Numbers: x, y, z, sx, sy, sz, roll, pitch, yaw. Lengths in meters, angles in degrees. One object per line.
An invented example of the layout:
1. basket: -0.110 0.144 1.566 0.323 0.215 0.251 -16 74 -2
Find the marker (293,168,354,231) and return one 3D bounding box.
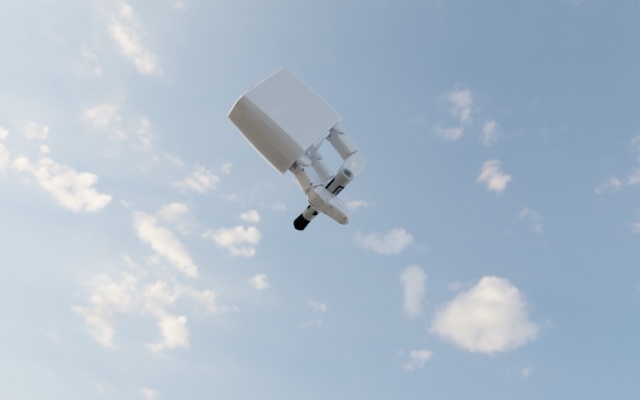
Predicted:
1. marker: 0.000 0.002 0.614 0.020 0.020 0.121 0 -35 -42
